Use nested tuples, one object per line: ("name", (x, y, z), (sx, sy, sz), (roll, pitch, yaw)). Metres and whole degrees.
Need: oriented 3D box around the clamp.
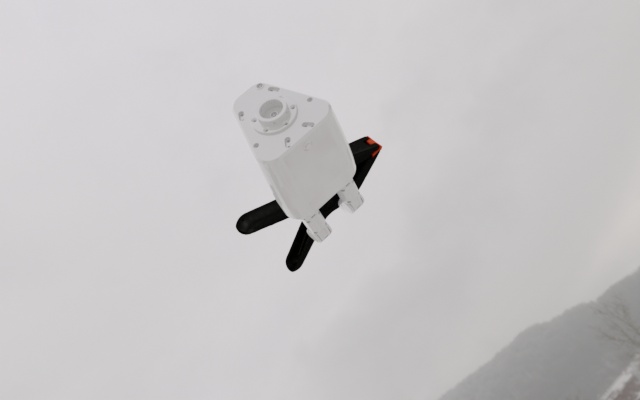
("clamp", (0.000, 0.001, 0.624), (0.036, 0.210, 0.165), (42, -12, 30))
